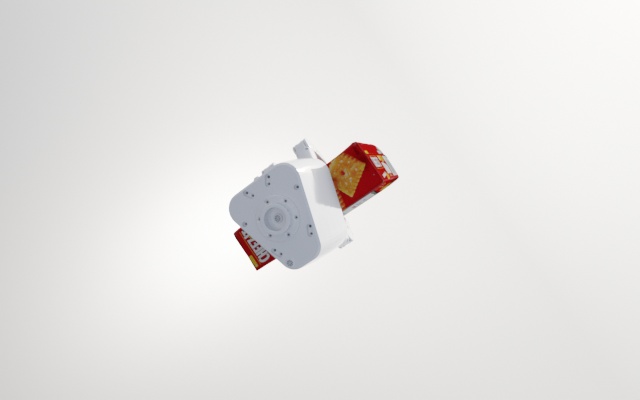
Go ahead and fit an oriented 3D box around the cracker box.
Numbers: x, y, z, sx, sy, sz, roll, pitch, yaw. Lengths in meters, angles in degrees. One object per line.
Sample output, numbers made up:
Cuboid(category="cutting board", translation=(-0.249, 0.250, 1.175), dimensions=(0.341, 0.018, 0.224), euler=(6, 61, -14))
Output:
Cuboid(category="cracker box", translation=(0.000, 0.002, 0.691), dimensions=(0.214, 0.072, 0.164), euler=(-35, -5, 16))
